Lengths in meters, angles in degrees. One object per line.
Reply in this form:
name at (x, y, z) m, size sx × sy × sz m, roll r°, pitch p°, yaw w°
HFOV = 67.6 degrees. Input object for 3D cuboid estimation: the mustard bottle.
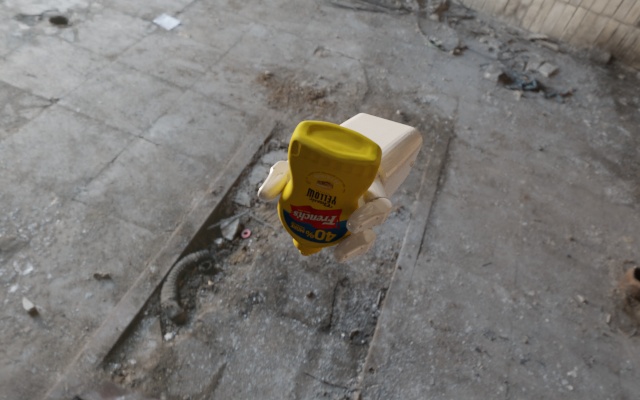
mustard bottle at (0.000, 0.002, 0.557) m, size 0.096 × 0.058 × 0.192 m, roll 17°, pitch -44°, yaw 0°
